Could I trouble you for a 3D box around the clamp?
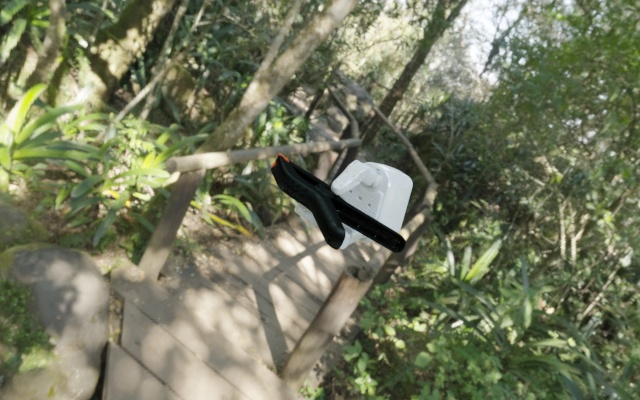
[{"bbox_3d":[0.000,0.001,0.616,0.210,0.036,0.164,38,15,26],"label":"clamp"}]
